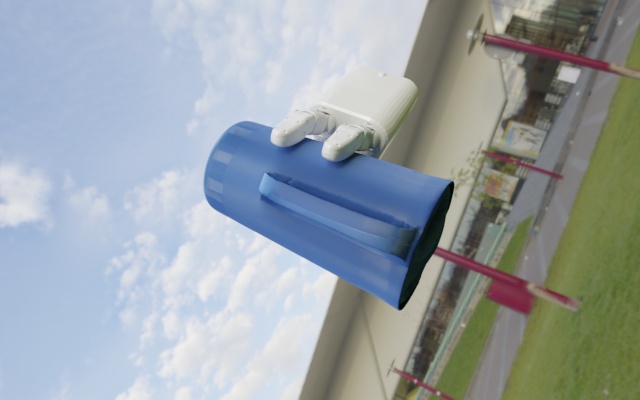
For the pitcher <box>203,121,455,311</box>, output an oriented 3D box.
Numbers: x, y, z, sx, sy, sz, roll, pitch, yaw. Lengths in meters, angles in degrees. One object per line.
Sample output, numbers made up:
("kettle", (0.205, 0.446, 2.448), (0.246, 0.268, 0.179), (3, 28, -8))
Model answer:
("pitcher", (0.000, 0.002, 0.485), (0.243, 0.149, 0.145), (22, 50, 20))
